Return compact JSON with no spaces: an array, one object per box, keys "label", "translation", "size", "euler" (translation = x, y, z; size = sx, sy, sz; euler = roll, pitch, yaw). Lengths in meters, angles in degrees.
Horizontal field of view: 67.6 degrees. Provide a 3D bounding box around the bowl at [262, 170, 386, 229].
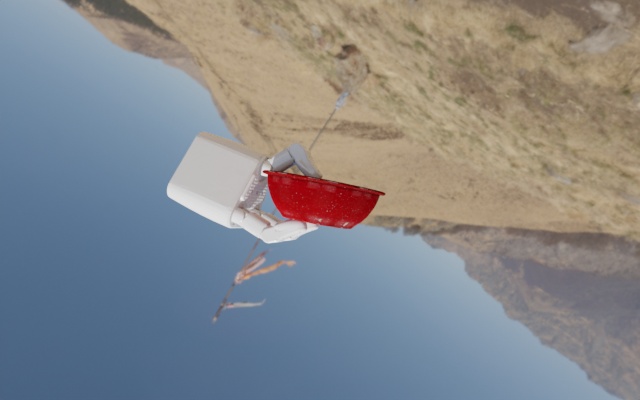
[{"label":"bowl","translation":[0.001,0.003,0.617],"size":[0.162,0.055,0.162],"euler":[10,0,0]}]
